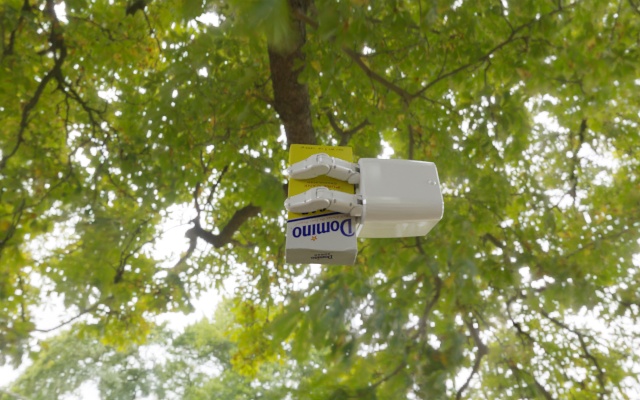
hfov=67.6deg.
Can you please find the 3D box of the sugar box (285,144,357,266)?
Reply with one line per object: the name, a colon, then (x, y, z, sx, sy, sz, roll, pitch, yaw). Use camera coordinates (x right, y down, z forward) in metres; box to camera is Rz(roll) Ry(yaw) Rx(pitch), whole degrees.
sugar box: (0.000, 0.002, 0.660, 0.093, 0.176, 0.048, 1, -37, -4)
